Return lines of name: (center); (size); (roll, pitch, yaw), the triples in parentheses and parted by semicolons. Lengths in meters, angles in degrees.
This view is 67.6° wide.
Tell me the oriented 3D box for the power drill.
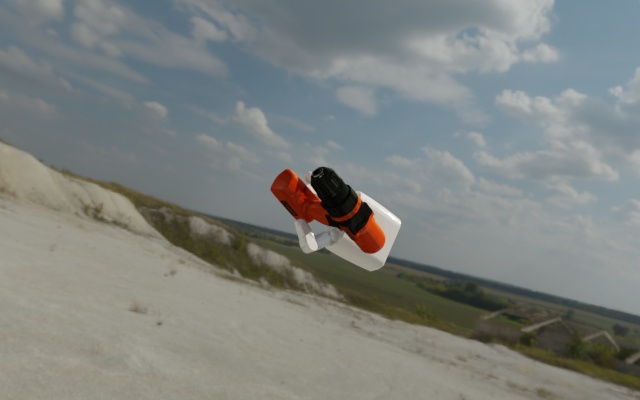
power drill: (0.000, 0.003, 0.764); (0.187, 0.057, 0.184); (21, -24, 50)
